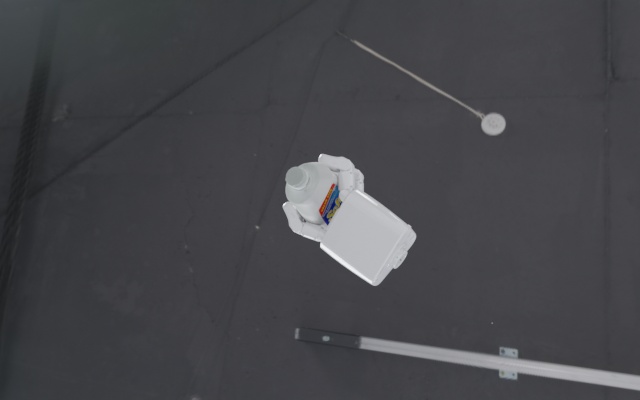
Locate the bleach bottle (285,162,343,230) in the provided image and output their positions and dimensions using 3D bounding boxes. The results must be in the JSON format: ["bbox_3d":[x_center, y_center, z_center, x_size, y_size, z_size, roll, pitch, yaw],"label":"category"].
[{"bbox_3d":[0.000,0.002,0.789,0.068,0.102,0.251,36,0,24],"label":"bleach bottle"}]
